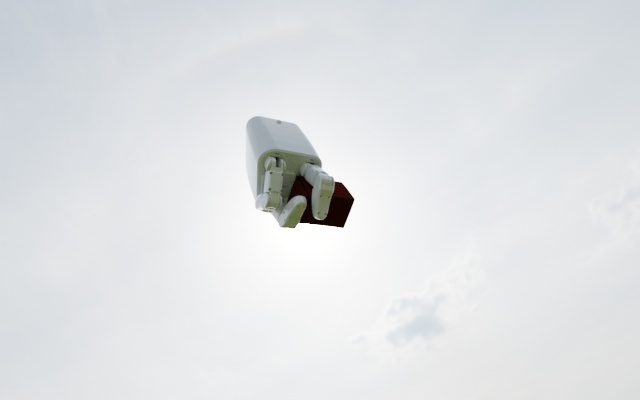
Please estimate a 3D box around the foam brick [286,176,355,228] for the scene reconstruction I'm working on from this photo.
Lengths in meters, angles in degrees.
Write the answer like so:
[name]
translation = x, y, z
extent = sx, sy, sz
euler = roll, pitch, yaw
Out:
[foam brick]
translation = 0.000, 0.002, 0.689
extent = 0.078, 0.053, 0.051
euler = 8, 28, -28
